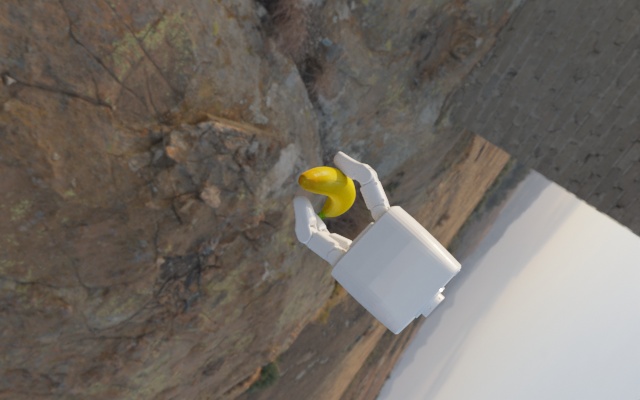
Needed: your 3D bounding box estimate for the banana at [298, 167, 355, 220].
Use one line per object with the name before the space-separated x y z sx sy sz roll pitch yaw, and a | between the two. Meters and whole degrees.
banana | 0.015 -0.009 0.640 0.069 0.037 0.198 -39 -17 -7
